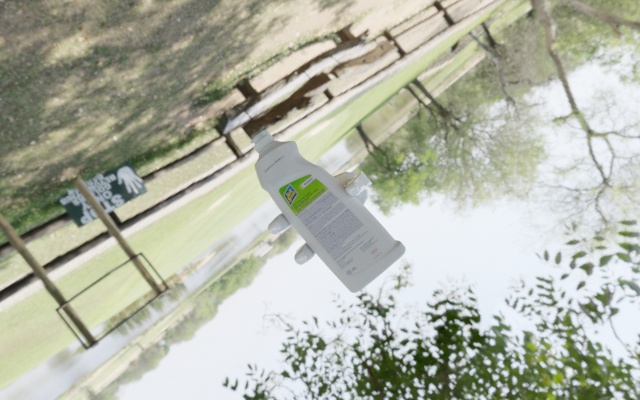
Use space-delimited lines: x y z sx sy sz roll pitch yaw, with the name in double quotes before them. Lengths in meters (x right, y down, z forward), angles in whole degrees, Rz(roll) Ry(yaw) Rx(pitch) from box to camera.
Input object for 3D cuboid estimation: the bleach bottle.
"bleach bottle" 0.000 0.002 0.661 0.102 0.251 0.068 -39 0 -1
